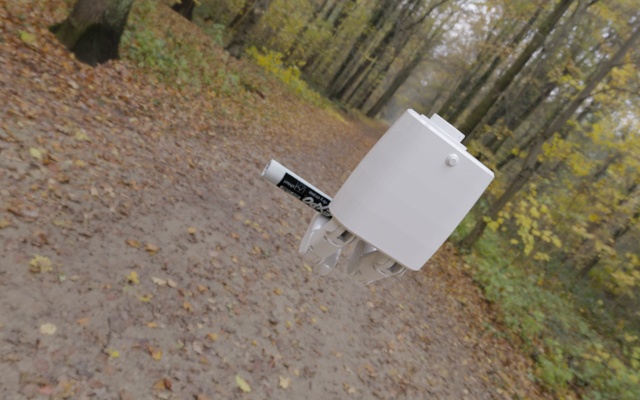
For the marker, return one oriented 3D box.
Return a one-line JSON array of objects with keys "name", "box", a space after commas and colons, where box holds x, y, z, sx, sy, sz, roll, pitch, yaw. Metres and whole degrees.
[{"name": "marker", "box": [0.000, 0.002, 0.449, 0.121, 0.020, 0.020, 33, -11, -17]}]
